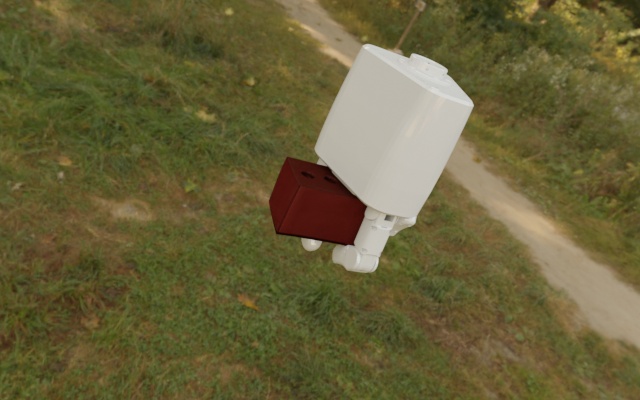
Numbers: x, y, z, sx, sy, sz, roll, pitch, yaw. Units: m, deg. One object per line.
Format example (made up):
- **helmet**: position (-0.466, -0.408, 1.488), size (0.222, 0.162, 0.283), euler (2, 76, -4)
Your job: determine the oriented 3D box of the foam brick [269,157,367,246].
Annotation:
- **foam brick**: position (0.000, 0.001, 0.427), size (0.078, 0.051, 0.053), euler (11, 30, -24)
